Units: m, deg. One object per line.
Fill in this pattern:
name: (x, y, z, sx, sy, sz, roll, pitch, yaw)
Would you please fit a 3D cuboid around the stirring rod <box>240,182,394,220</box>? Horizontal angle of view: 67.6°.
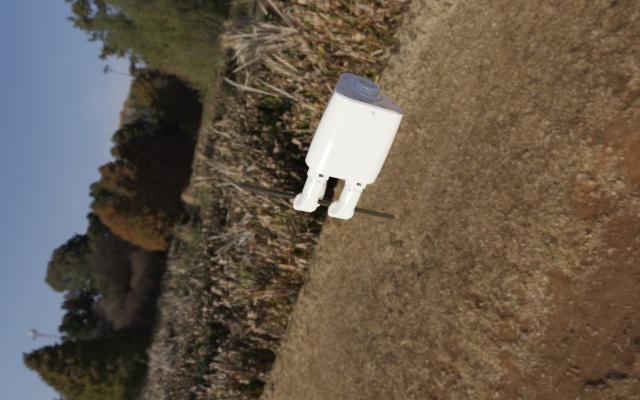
stirring rod: (0.000, 0.002, 0.704, 0.239, 0.011, 0.011, 12, -4, -18)
